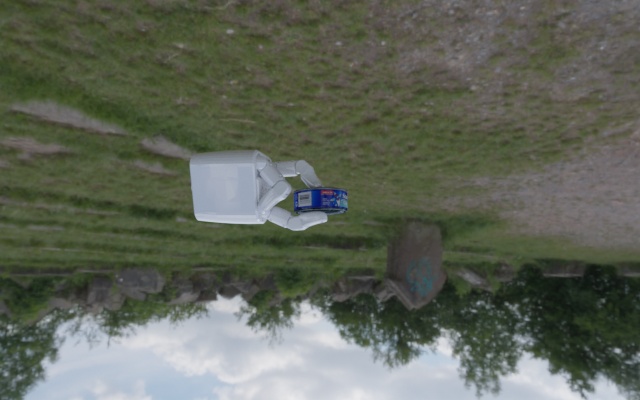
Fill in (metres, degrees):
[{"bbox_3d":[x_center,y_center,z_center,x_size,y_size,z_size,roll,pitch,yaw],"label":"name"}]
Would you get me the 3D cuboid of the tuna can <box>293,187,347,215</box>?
[{"bbox_3d":[0.000,0.003,0.751,0.086,0.033,0.086,-1,-8,0],"label":"tuna can"}]
